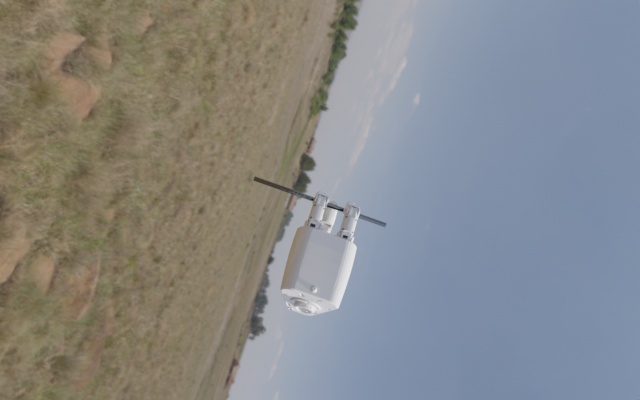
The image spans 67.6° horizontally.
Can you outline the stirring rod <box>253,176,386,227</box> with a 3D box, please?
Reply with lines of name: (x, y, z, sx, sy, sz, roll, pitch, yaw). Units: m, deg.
stirring rod: (0.000, 0.003, 0.821, 0.239, 0.011, 0.011, 20, -2, -4)
